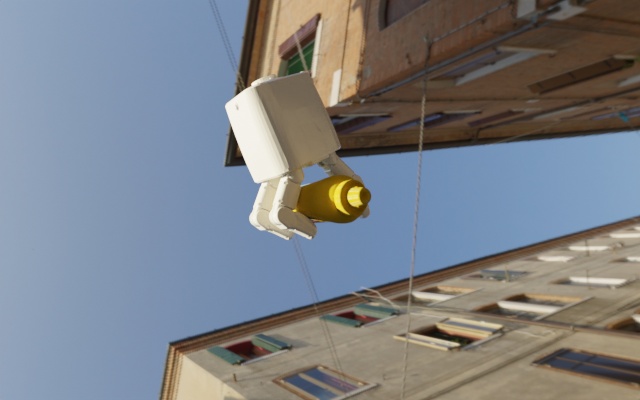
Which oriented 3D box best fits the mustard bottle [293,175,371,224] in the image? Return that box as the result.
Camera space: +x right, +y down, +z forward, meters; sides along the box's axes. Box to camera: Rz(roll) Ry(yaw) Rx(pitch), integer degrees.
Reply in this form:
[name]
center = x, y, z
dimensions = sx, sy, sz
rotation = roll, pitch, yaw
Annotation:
[mustard bottle]
center = 0.000, 0.002, 0.604
dimensions = 0.096, 0.058, 0.191
rotation = 2, -6, -31
